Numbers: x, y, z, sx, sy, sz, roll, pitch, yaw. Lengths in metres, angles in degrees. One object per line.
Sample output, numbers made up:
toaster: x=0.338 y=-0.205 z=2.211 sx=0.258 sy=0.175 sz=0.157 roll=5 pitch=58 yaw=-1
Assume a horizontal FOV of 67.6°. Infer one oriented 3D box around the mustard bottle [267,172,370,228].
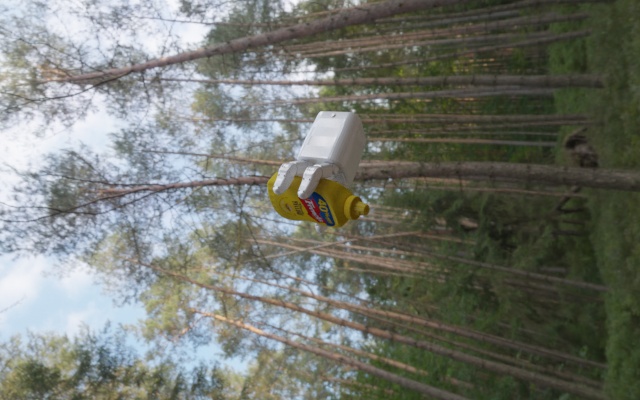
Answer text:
mustard bottle: x=0.000 y=0.003 z=0.838 sx=0.191 sy=0.096 sz=0.058 roll=9 pitch=44 yaw=35
